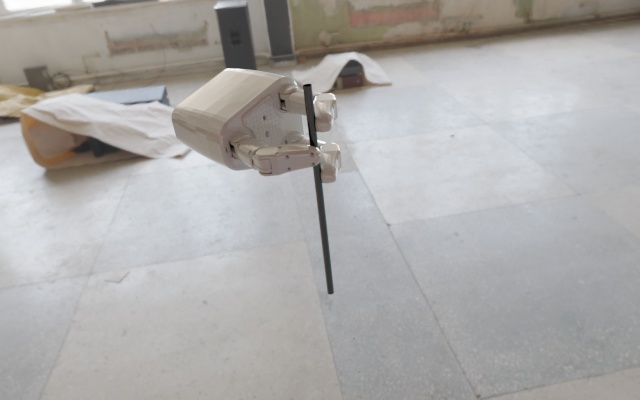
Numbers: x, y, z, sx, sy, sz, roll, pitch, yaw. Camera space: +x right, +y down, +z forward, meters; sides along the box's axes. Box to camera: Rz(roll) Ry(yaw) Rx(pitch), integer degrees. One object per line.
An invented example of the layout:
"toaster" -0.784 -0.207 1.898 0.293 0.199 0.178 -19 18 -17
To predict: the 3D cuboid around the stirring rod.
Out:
"stirring rod" 0.000 0.002 0.480 0.011 0.240 0.011 -5 31 3
